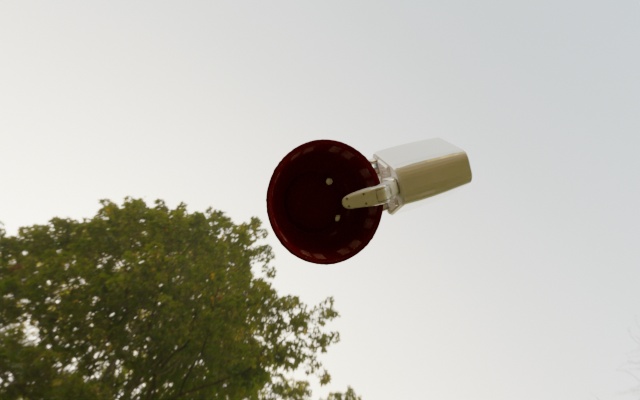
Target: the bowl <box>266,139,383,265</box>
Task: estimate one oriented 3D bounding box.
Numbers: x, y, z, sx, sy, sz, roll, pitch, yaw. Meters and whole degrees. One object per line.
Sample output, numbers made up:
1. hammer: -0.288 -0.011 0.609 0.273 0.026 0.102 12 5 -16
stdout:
1. bowl: -0.001 0.002 0.635 0.162 0.162 0.055 0 0 -21
